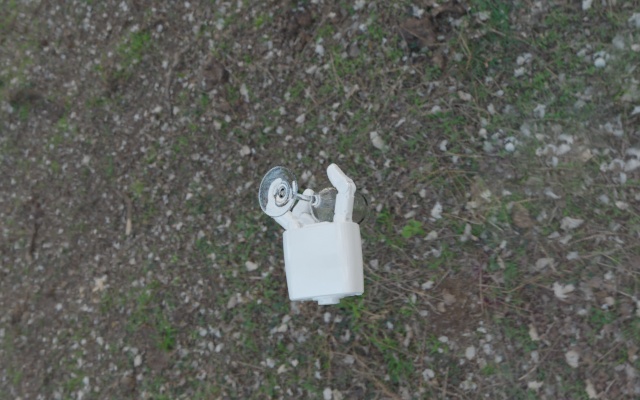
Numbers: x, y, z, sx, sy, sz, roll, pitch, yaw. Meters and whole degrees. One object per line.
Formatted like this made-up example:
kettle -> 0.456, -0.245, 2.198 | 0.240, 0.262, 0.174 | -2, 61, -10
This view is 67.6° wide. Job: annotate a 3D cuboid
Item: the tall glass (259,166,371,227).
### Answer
tall glass -> 0.000, 0.002, 0.757 | 0.079, 0.079, 0.201 | 0, -8, 39
